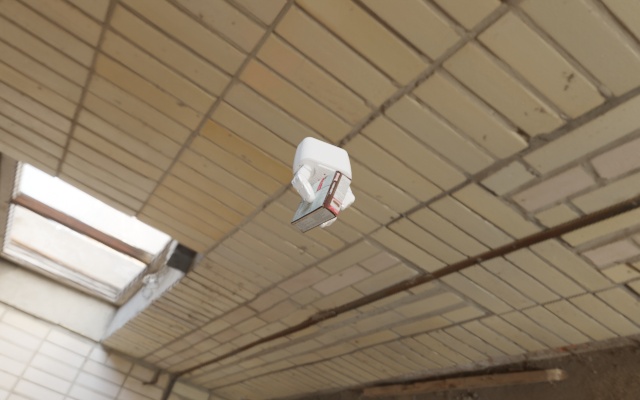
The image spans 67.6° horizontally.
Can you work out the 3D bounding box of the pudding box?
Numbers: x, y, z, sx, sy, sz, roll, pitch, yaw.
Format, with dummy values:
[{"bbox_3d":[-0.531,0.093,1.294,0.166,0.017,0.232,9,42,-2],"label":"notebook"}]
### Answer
[{"bbox_3d":[0.000,0.003,0.891,0.039,0.090,0.113,34,-35,-19],"label":"pudding box"}]
